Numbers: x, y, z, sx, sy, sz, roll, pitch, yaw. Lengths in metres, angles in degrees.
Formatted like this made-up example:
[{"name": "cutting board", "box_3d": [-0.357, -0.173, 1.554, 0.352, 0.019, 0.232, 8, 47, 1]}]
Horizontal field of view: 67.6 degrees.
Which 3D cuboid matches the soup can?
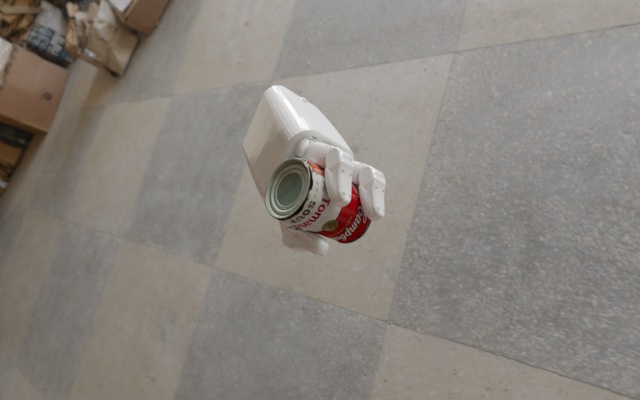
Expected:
[{"name": "soup can", "box_3d": [0.000, 0.002, 0.509, 0.068, 0.068, 0.102, 0, -17, 44]}]
